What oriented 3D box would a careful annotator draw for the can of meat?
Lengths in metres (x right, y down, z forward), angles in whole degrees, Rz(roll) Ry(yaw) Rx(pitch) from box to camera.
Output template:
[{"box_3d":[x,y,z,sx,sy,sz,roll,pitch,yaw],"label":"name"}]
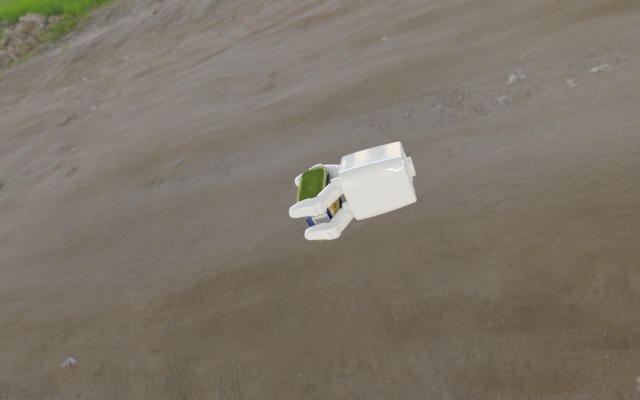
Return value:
[{"box_3d":[0.000,0.002,0.830,0.057,0.084,0.102,-14,39,16],"label":"can of meat"}]
